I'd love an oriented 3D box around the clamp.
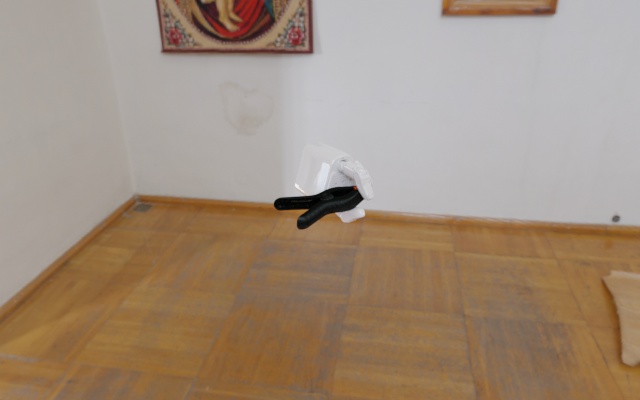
[{"bbox_3d":[0.000,0.002,0.891,0.171,0.039,0.120,-18,32,-31],"label":"clamp"}]
